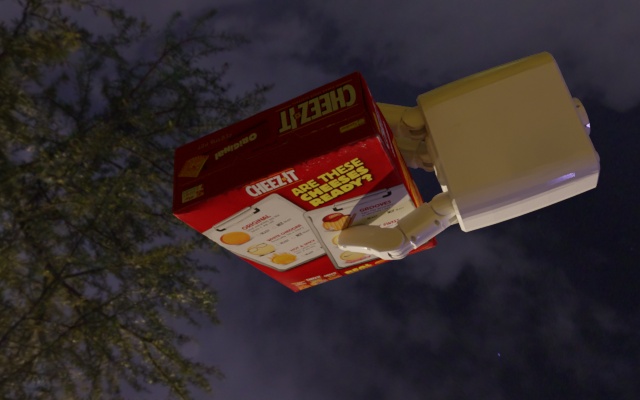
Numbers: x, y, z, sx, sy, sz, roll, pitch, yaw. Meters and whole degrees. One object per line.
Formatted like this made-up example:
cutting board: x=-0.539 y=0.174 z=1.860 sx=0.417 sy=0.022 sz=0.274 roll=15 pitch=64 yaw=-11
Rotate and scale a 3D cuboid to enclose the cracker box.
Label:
cracker box: x=0.000 y=0.002 z=0.431 sx=0.164 sy=0.072 sz=0.214 roll=-20 pitch=-32 yaw=15
